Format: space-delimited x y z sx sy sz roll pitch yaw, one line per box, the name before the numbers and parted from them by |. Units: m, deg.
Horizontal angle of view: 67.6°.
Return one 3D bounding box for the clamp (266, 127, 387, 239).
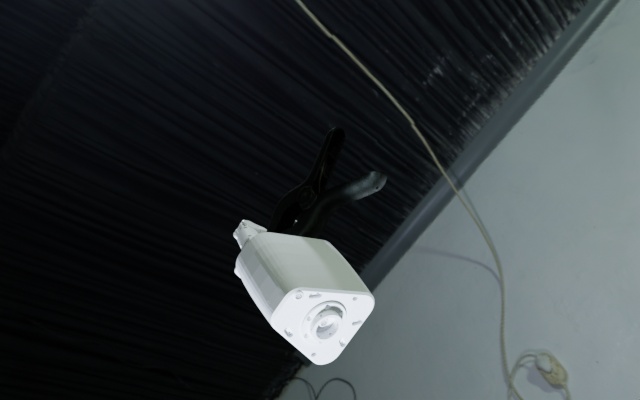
clamp | 0.000 0.002 0.558 0.039 0.171 0.120 31 8 -35
